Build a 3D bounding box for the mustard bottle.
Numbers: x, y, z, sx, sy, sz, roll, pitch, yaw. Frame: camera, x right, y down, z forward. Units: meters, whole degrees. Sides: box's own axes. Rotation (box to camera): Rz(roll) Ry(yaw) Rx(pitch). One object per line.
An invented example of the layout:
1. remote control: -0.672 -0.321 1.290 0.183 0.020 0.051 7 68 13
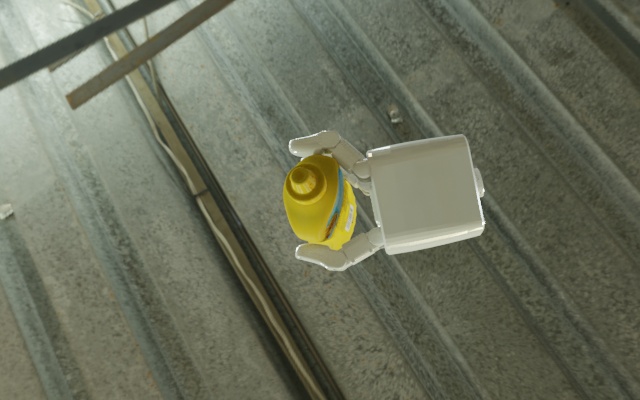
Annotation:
1. mustard bottle: 0.000 0.002 0.542 0.058 0.096 0.192 11 -13 14
